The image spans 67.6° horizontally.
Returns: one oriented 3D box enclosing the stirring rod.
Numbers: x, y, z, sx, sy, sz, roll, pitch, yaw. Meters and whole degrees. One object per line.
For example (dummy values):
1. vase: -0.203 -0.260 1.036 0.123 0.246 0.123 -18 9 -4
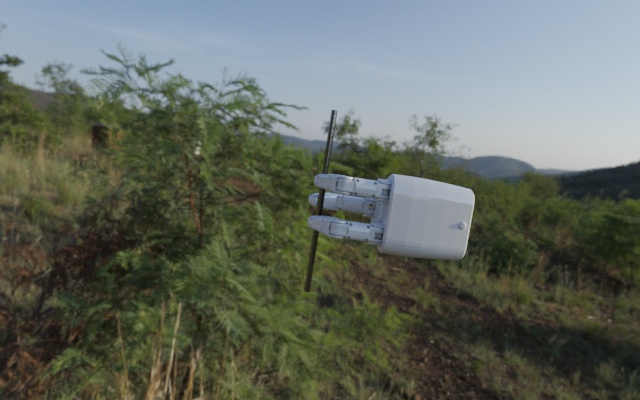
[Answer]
1. stirring rod: 0.000 0.002 0.626 0.011 0.239 0.011 9 4 -1
